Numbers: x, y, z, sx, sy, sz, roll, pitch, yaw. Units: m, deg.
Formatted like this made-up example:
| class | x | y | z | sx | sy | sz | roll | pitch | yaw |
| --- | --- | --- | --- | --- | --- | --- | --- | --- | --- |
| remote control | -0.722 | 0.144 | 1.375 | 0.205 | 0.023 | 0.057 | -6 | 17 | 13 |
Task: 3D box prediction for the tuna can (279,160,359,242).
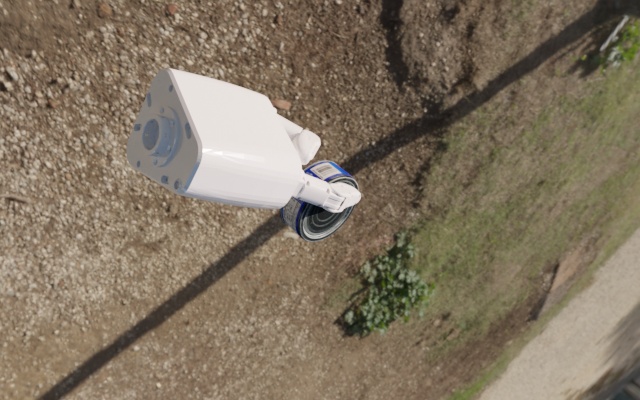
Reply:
| class | x | y | z | sx | sy | sz | roll | pitch | yaw |
| --- | --- | --- | --- | --- | --- | --- | --- | --- | --- |
| tuna can | 0.000 | 0.002 | 0.512 | 0.086 | 0.086 | 0.033 | 0 | 32 | -49 |
